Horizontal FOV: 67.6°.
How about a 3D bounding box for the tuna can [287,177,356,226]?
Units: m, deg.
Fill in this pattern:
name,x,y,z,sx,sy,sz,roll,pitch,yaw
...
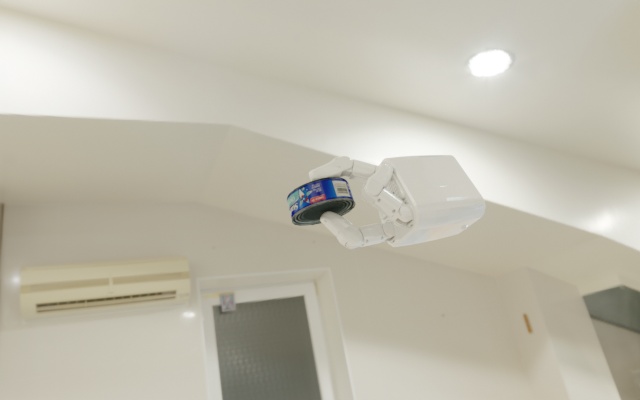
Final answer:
name,x,y,z,sx,sy,sz,roll,pitch,yaw
tuna can,0.000,0.002,0.623,0.086,0.033,0.086,-15,-18,-5
